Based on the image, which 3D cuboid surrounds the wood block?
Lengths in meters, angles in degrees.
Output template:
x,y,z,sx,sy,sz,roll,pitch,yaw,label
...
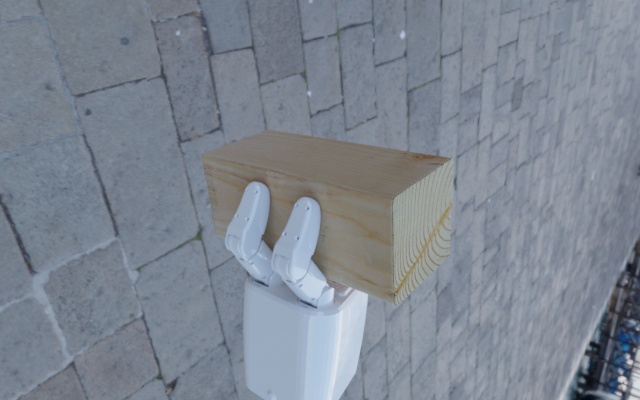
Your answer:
x,y,z,sx,sy,sz,roll,pitch,yaw,label
0.000,0.002,0.420,0.206,0.090,0.091,15,30,38,wood block
